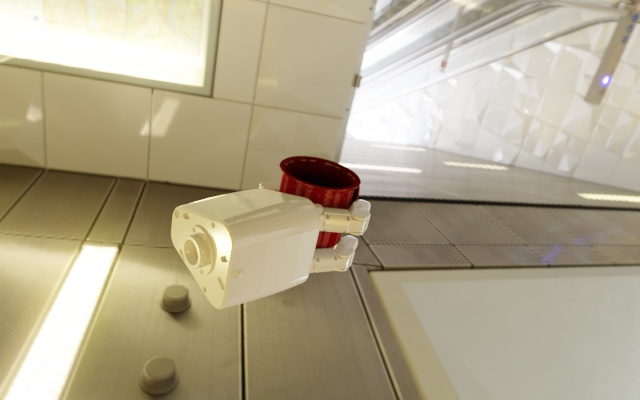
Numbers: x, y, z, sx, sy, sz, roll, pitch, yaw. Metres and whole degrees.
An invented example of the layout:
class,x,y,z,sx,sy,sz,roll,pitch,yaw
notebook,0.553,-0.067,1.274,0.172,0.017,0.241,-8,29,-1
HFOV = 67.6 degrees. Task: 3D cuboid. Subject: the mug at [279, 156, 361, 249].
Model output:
class,x,y,z,sx,sy,sz,roll,pitch,yaw
mug,0.001,0.002,0.560,0.117,0.081,0.093,-11,34,-44
